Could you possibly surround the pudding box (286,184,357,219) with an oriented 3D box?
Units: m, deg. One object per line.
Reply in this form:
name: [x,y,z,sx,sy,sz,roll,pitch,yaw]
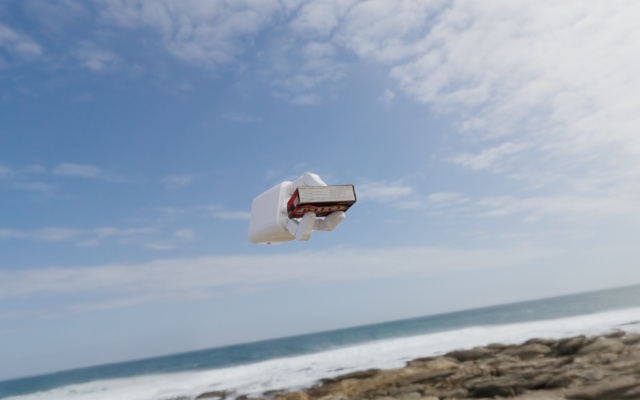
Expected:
pudding box: [0.000,0.003,0.900,0.113,0.039,0.090,-5,-17,-18]
